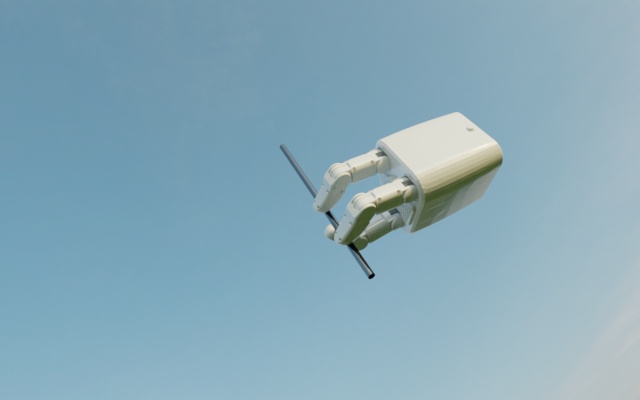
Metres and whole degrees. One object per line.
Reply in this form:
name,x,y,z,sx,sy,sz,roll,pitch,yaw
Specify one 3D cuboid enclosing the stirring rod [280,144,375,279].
stirring rod,0.000,0.002,0.553,0.011,0.011,0.239,0,38,-32
